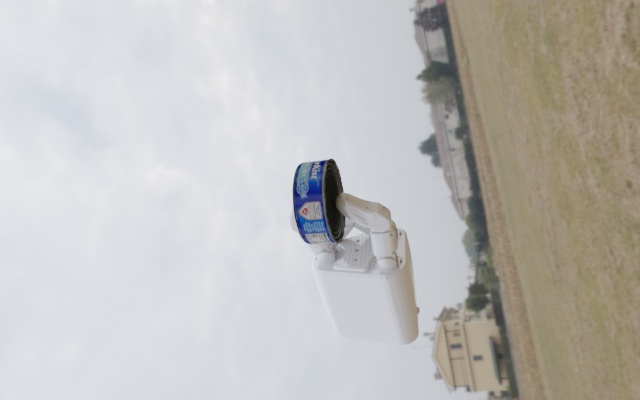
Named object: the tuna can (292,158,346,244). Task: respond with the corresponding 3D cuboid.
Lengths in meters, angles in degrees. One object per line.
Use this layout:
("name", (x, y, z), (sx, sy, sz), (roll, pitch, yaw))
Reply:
("tuna can", (0.000, 0.002, 0.486), (0.034, 0.086, 0.086), (-5, -1, 15))
